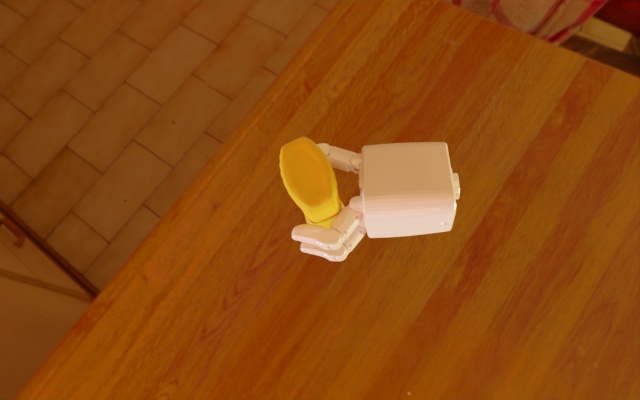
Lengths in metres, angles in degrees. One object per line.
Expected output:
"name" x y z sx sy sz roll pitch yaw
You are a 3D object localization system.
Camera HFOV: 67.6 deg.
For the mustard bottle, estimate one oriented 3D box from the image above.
"mustard bottle" 0.000 0.002 0.622 0.058 0.096 0.192 -26 -24 -1
